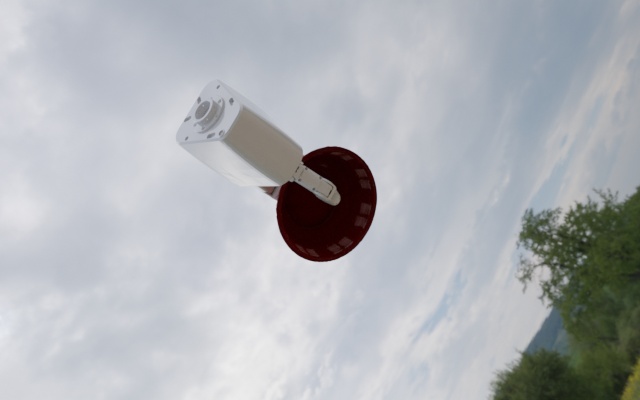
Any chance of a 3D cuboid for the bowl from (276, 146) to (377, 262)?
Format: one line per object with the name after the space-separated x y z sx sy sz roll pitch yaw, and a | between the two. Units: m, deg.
0.001 0.003 0.674 0.162 0.162 0.055 0 10 -31 | bowl
